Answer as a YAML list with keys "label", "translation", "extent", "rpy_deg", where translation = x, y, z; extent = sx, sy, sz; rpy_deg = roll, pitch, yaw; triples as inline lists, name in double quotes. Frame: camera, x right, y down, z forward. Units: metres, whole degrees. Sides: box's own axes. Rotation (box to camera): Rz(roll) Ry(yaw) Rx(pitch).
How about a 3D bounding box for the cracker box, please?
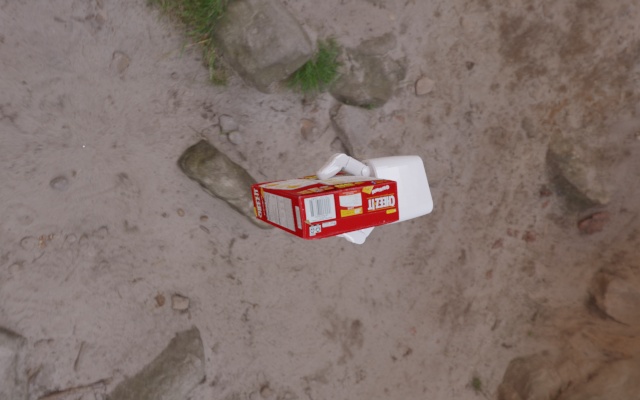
- label: "cracker box"
  translation: [0.000, 0.002, 0.778]
  extent: [0.164, 0.072, 0.213]
  rpy_deg: [-10, 10, -25]
